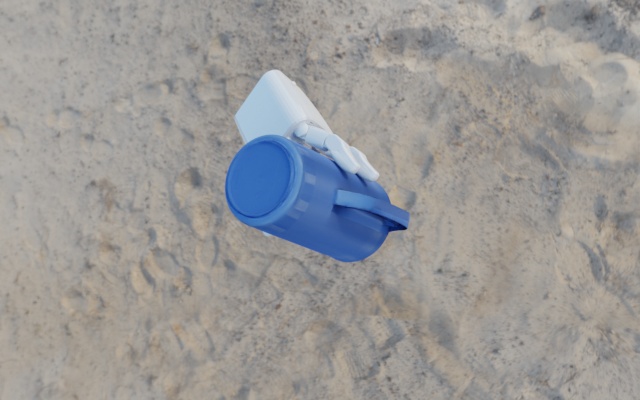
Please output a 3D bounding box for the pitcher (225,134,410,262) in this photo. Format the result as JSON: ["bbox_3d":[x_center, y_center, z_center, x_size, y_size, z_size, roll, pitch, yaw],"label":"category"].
[{"bbox_3d":[0.000,0.002,0.623,0.149,0.145,0.243,-40,-29,16],"label":"pitcher"}]
